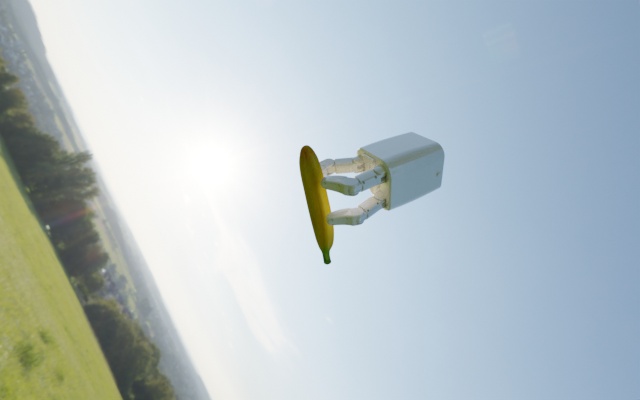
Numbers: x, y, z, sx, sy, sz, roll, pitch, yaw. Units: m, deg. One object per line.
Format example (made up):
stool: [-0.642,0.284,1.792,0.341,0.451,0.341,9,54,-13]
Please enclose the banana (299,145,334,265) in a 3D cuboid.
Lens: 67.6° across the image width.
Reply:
banana: [-0.003,0.000,0.768,0.037,0.198,0.069,-15,19,-8]
